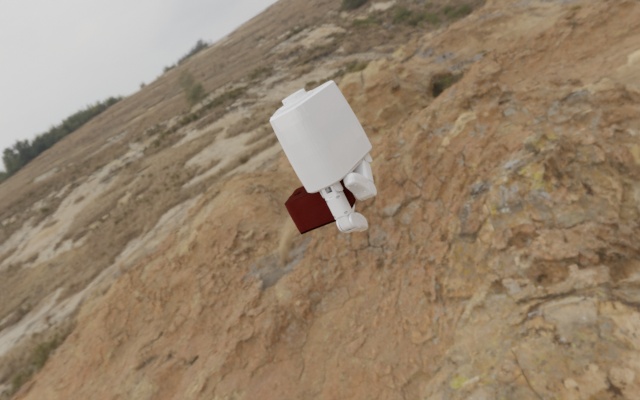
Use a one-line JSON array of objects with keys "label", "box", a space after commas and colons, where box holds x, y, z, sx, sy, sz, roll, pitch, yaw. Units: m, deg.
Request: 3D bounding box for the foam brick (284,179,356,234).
[{"label": "foam brick", "box": [0.000, 0.002, 0.655, 0.078, 0.051, 0.053, -23, 18, 26]}]
